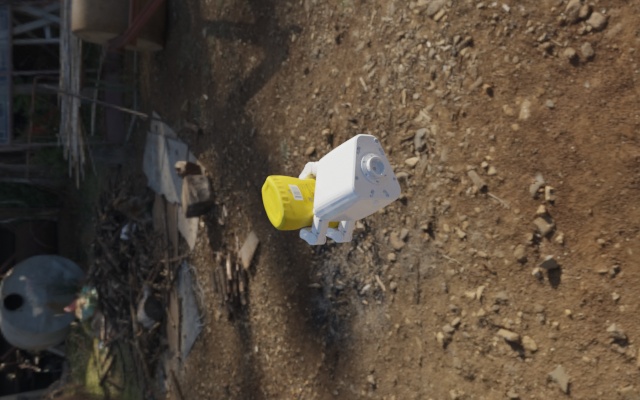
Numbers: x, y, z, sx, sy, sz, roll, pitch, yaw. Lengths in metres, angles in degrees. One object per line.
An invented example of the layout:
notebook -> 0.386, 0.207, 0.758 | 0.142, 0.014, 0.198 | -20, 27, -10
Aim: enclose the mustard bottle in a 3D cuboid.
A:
mustard bottle -> 0.000, 0.003, 0.831 | 0.191, 0.096, 0.058 | -1, -42, -33
